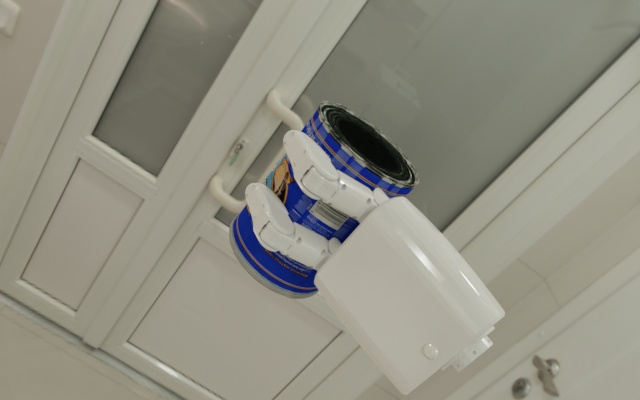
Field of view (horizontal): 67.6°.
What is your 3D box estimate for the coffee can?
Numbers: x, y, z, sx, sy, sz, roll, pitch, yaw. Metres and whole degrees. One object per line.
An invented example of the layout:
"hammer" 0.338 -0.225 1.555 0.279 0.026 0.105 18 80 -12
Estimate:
"coffee can" 0.000 0.001 0.414 0.103 0.102 0.140 0 -45 -54
